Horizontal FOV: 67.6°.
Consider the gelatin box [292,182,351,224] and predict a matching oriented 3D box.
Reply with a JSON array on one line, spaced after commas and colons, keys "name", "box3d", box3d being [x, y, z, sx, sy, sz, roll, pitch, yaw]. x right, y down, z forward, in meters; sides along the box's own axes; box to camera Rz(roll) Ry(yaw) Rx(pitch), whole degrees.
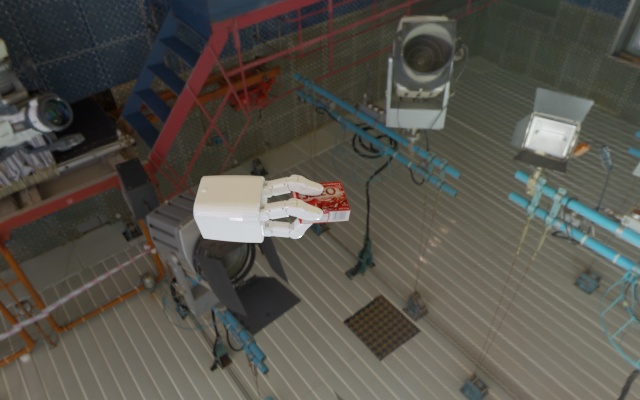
[{"name": "gelatin box", "box3d": [0.000, 0.003, 0.826, 0.089, 0.030, 0.073, -4, 45, -13]}]
